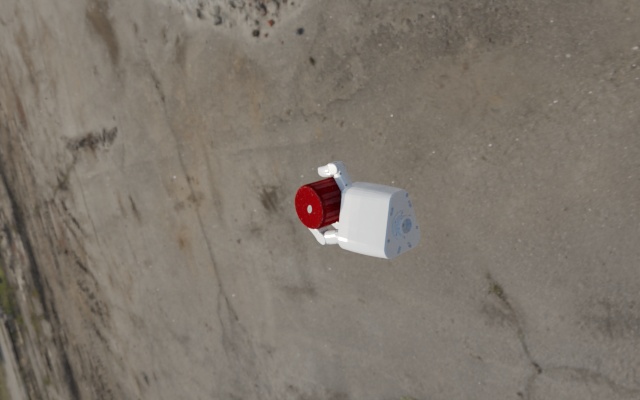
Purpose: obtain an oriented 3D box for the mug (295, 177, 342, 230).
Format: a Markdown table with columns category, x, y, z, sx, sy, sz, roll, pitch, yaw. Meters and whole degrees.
| category | x | y | z | sx | sy | sz | roll | pitch | yaw |
| --- | --- | --- | --- | --- | --- | --- | --- | --- | --- |
| mug | -0.001 | 0.003 | 0.866 | 0.081 | 0.093 | 0.117 | -17 | 16 | -39 |
